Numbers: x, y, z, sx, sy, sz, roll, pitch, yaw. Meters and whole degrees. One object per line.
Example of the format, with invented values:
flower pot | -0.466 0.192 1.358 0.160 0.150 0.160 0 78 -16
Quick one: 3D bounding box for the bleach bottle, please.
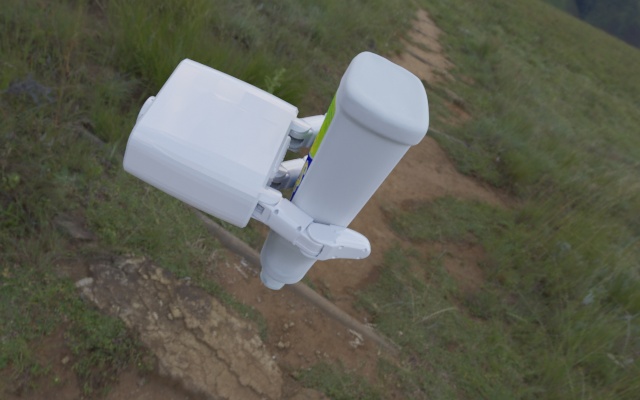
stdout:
bleach bottle | 0.000 0.001 0.423 0.068 0.251 0.102 25 37 -8
